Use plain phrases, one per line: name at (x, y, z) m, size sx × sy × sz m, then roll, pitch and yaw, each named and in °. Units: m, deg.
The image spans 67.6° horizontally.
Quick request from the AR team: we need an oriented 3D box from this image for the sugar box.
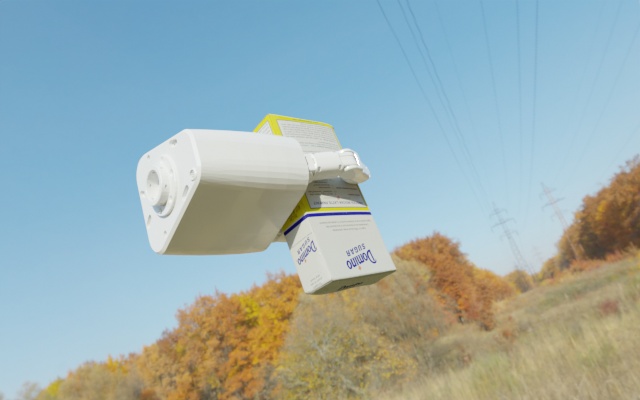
sugar box at (0.000, 0.002, 0.473) m, size 0.093 × 0.176 × 0.048 m, roll 1°, pitch -28°, yaw -44°
